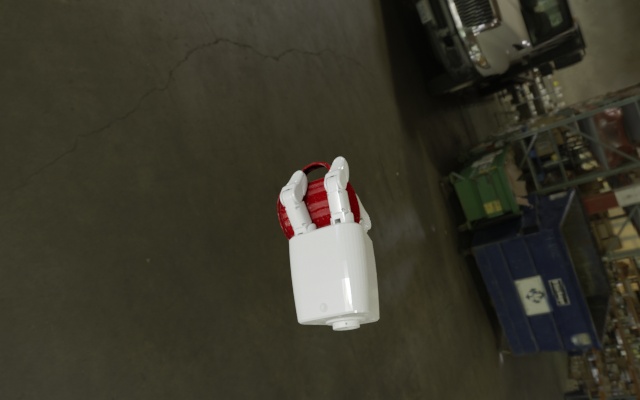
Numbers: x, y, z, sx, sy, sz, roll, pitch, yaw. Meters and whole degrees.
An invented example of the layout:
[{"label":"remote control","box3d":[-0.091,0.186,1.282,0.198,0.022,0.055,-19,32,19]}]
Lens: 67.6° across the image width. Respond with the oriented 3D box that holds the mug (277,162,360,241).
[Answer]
[{"label":"mug","box3d":[0.000,0.001,0.655,0.081,0.117,0.093,-18,-25,28]}]
